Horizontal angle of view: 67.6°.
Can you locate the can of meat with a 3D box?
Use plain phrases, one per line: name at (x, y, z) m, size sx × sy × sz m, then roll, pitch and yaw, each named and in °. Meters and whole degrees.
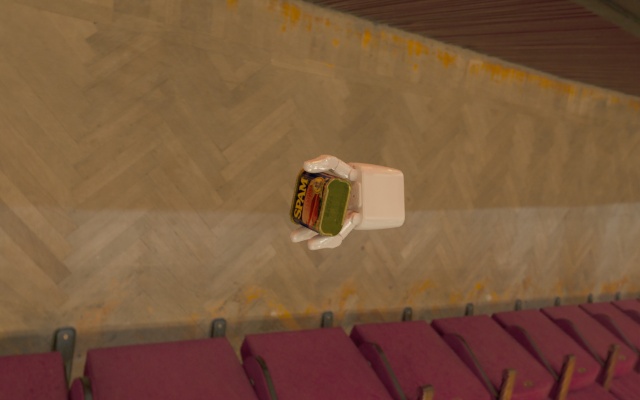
can of meat at (0.000, 0.003, 0.793) m, size 0.057 × 0.102 × 0.084 m, roll 5°, pitch 10°, yaw -38°
